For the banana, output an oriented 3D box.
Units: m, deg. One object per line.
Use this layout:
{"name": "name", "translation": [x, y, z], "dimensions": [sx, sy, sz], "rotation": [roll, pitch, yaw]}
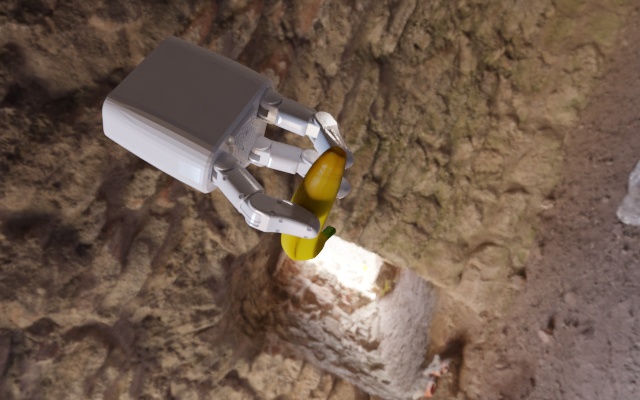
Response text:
{"name": "banana", "translation": [-0.009, 0.018, 0.446], "dimensions": [0.037, 0.069, 0.198], "rotation": [29, -20, 8]}
